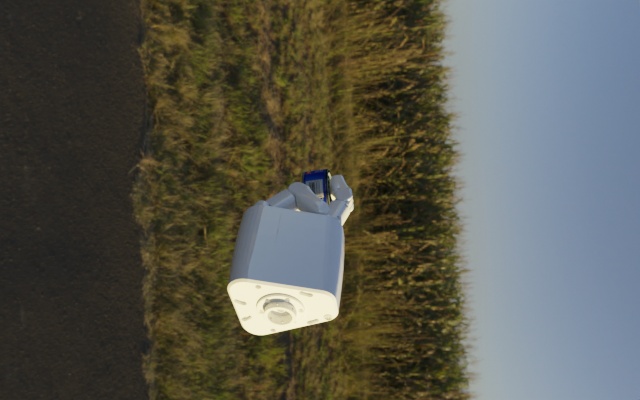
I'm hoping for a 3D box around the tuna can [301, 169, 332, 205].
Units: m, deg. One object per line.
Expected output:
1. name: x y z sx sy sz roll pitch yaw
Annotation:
1. tuna can: 0.001 0.002 0.625 0.034 0.086 0.086 -8 -1 8
